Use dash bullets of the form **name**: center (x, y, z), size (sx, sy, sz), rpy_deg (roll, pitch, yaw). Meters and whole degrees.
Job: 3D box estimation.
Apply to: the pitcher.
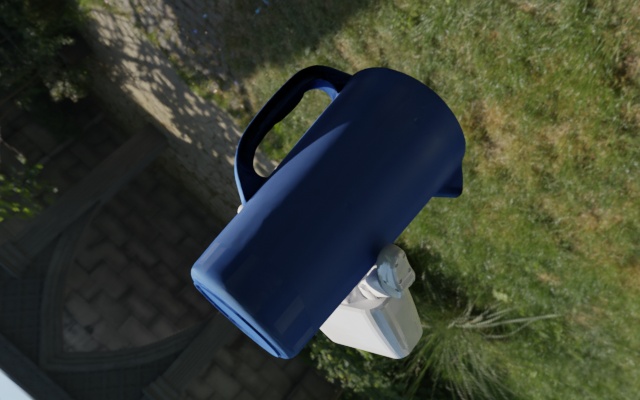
- **pitcher**: center (0.000, 0.002, 0.416), size (0.149, 0.242, 0.145), rpy_deg (22, -28, 41)
